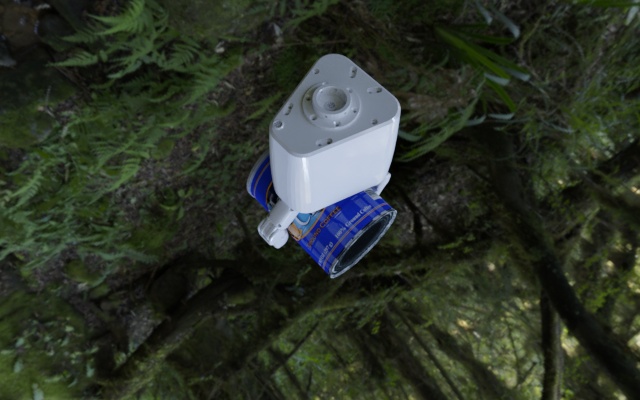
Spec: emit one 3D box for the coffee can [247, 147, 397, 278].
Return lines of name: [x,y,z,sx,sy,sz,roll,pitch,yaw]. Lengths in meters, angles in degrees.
coffee can: [0.000,0.002,0.541,0.140,0.103,0.103,44,16,18]
